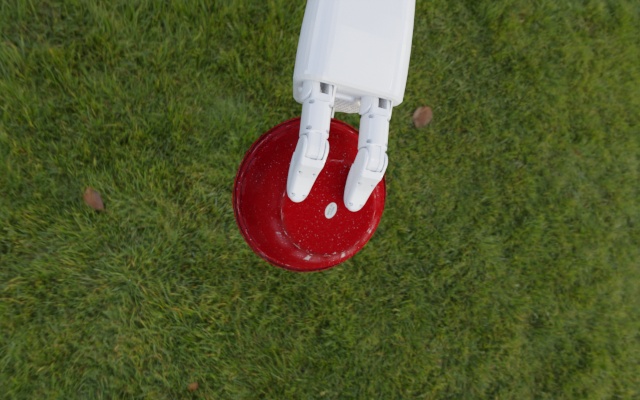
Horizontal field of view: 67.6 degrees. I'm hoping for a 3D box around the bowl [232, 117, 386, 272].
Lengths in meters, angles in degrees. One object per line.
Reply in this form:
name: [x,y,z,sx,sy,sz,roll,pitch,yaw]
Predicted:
bowl: [0.000,0.003,0.458,0.162,0.162,0.055,0,13,-18]
